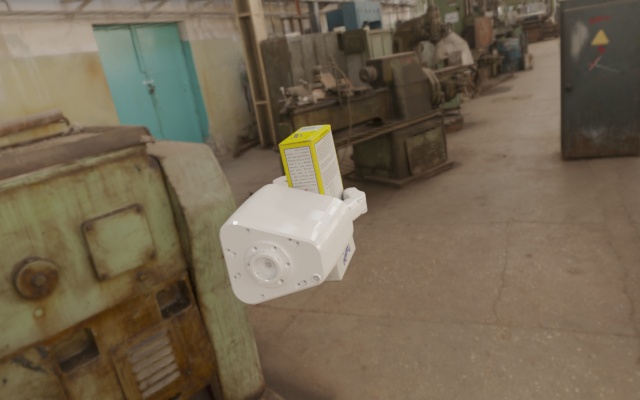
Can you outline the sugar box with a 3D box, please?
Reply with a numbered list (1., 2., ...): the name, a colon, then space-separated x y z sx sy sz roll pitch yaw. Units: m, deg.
1. sugar box: 0.000 0.002 0.589 0.048 0.176 0.093 -4 19 18
